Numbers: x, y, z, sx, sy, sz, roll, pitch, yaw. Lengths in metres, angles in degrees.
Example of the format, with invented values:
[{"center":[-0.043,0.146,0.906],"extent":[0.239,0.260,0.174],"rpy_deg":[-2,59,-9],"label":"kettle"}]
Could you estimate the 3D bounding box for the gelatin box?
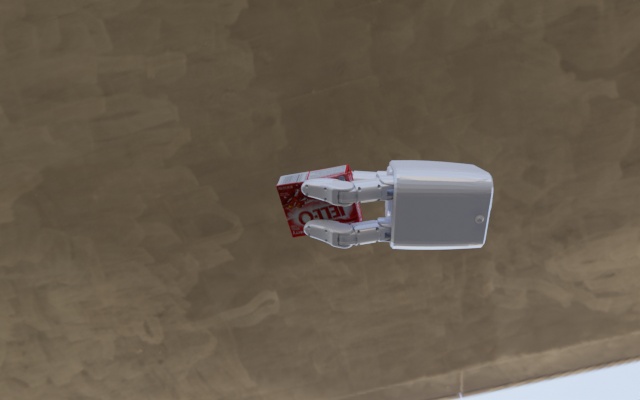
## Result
[{"center":[0.000,0.002,0.569],"extent":[0.089,0.073,0.030],"rpy_deg":[-9,27,14],"label":"gelatin box"}]
